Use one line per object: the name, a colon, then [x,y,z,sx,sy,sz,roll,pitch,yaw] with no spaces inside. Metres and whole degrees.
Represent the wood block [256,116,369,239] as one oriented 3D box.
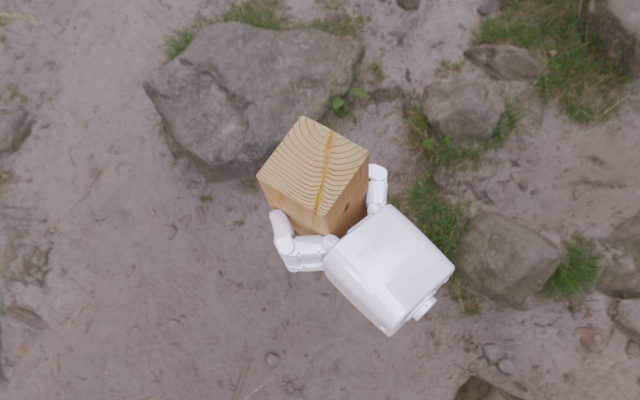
wood block: [0.001,0.002,0.591,0.090,0.090,0.206,31,-17,16]
